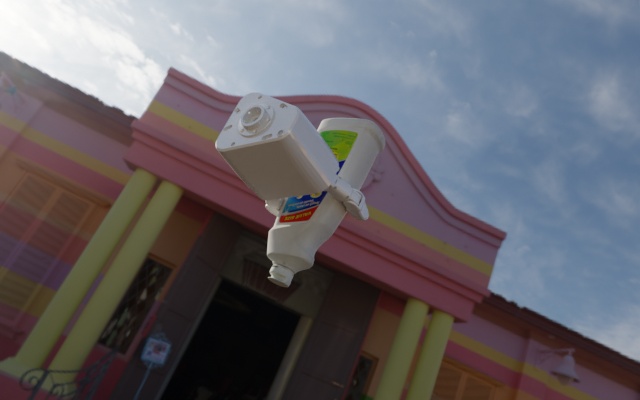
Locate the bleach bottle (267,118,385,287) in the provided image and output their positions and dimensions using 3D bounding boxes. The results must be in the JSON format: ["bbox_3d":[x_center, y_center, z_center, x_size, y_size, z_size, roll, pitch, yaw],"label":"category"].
[{"bbox_3d":[0.000,0.002,0.661,0.102,0.250,0.068,9,-27,33],"label":"bleach bottle"}]
